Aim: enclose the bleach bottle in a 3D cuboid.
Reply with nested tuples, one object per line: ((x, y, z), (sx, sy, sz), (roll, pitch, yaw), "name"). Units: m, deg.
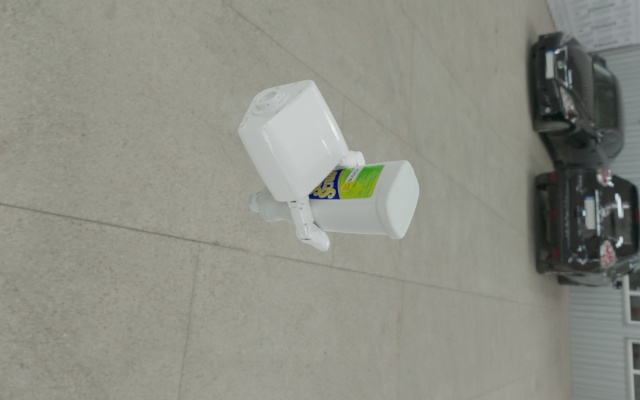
((0.000, 0.002, 0.650), (0.251, 0.068, 0.102), (-3, 40, 34), "bleach bottle")
